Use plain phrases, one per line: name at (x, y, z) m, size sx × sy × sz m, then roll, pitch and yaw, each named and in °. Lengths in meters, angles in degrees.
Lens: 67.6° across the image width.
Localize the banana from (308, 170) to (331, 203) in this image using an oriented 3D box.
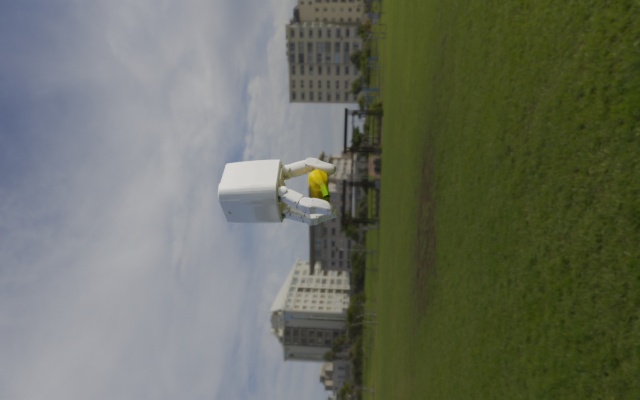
banana at (-0.002, -0.016, 0.899) m, size 0.037 × 0.069 × 0.198 m, roll -6°, pitch -12°, yaw 0°
